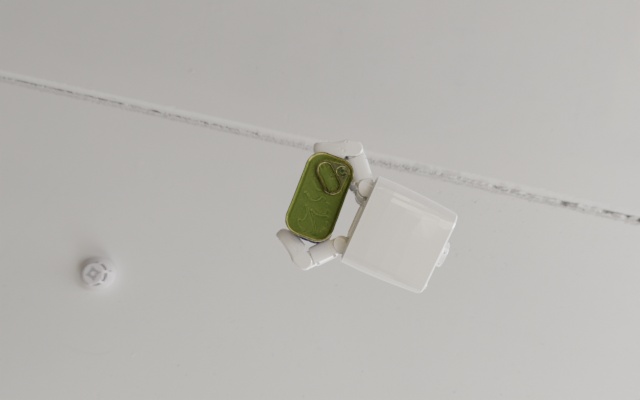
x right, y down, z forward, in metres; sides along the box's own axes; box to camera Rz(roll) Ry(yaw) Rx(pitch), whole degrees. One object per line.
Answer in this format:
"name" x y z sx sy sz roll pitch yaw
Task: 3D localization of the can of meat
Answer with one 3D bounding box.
"can of meat" 0.000 0.002 0.584 0.057 0.102 0.084 20 -9 5
